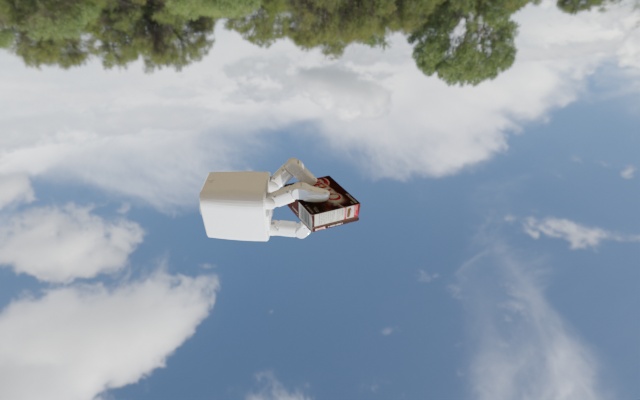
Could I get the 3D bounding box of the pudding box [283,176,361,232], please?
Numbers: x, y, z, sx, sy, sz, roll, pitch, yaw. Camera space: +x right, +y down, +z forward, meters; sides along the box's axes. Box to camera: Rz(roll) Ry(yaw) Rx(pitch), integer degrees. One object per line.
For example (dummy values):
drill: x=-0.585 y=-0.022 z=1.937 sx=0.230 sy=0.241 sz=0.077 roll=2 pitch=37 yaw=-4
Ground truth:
pudding box: x=0.000 y=0.003 z=0.796 sx=0.090 sy=0.039 sz=0.113 roll=-14 pitch=35 yaw=-24
